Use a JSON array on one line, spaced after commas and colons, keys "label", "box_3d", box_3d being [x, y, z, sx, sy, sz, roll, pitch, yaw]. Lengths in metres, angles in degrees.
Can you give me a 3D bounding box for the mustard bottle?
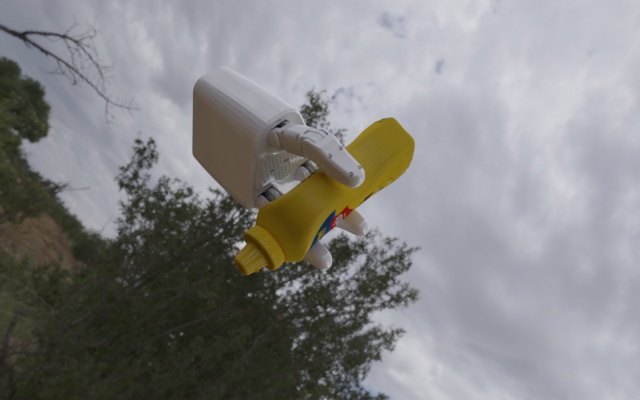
[{"label": "mustard bottle", "box_3d": [0.000, 0.002, 0.439, 0.191, 0.058, 0.096, -38, -6, -25]}]
